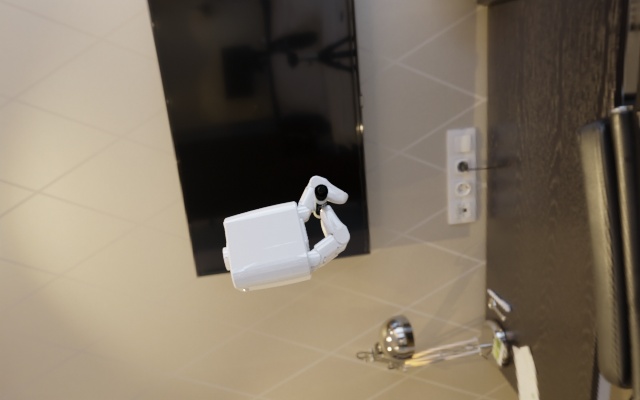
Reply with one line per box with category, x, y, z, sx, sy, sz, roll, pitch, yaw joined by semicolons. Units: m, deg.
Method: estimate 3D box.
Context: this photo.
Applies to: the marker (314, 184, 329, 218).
marker;0.000;0.002;0.666;0.020;0.020;0.121;0;-15;-1
